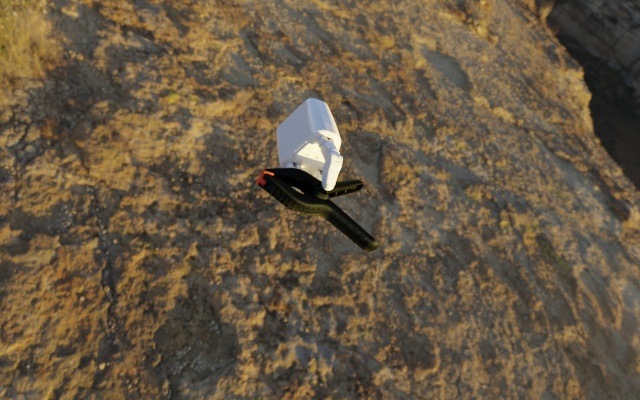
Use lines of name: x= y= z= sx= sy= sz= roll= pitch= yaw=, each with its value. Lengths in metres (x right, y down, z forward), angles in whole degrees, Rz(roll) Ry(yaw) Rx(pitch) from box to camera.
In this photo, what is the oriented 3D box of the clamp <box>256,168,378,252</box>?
clamp: x=0.000 y=0.002 z=0.764 sx=0.210 sy=0.036 sz=0.164 roll=15 pitch=37 yaw=-27
